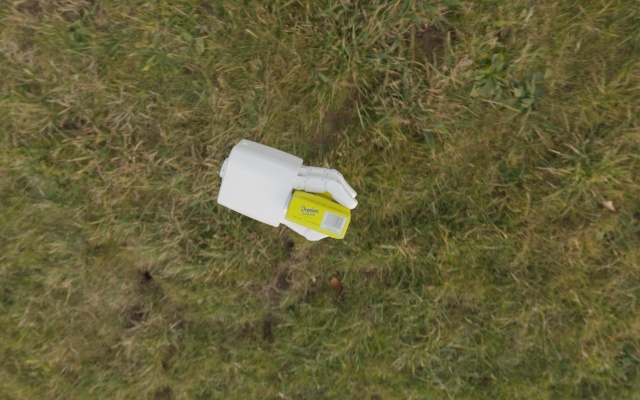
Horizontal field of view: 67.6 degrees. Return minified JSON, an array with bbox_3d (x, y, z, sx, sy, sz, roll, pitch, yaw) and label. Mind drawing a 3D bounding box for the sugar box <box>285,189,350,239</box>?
[{"bbox_3d":[0.000,0.002,0.784,0.093,0.048,0.176,20,18,-4],"label":"sugar box"}]
